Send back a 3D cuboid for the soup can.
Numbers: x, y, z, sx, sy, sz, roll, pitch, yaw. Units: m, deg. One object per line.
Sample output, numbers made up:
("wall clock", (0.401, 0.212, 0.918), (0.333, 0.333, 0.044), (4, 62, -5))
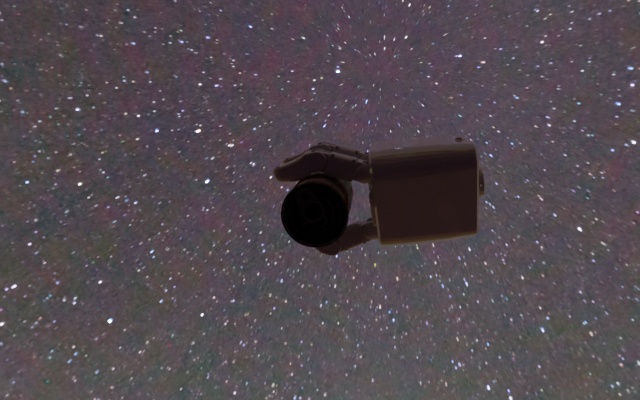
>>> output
("soup can", (0.000, 0.002, 0.521), (0.068, 0.068, 0.102), (0, 15, 7))
